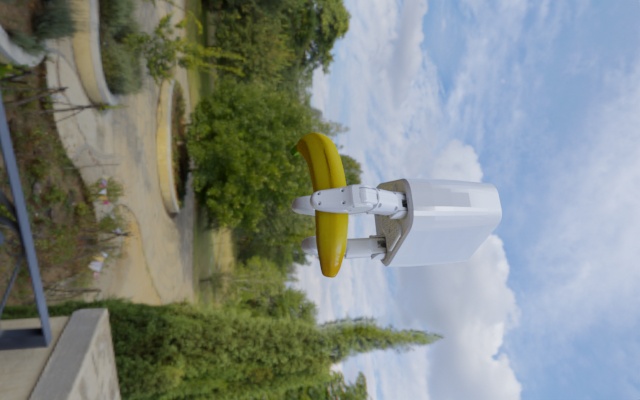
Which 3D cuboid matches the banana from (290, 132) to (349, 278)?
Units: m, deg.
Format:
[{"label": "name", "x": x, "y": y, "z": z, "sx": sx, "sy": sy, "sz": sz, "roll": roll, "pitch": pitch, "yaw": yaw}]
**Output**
[{"label": "banana", "x": 0.004, "y": -0.014, "z": 0.518, "sx": 0.037, "sy": 0.197, "sz": 0.070, "roll": 2, "pitch": -44, "yaw": -17}]
